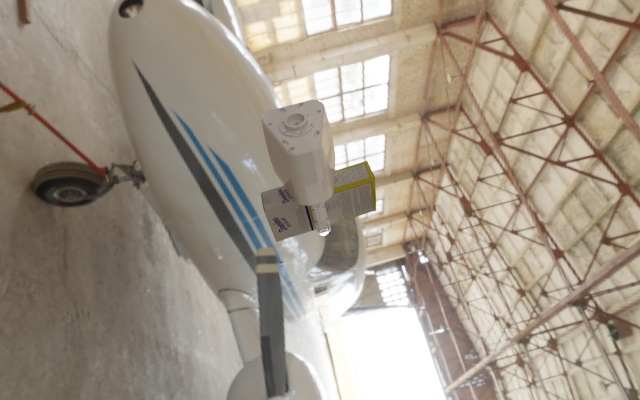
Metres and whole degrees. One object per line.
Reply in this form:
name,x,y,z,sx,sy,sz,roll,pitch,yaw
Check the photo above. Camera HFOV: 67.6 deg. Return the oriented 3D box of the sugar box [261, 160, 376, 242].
sugar box,0.000,0.002,0.763,0.176,0.048,0.093,-15,-37,-2
